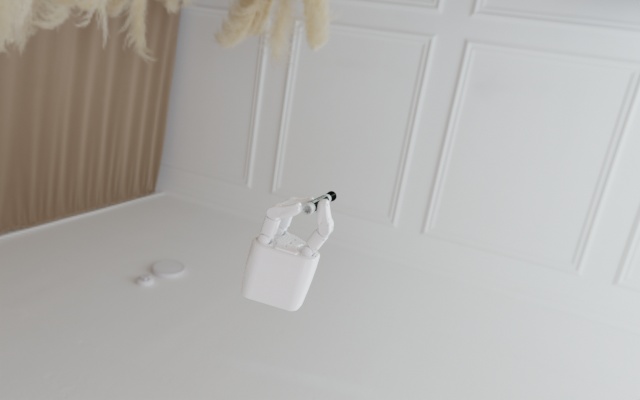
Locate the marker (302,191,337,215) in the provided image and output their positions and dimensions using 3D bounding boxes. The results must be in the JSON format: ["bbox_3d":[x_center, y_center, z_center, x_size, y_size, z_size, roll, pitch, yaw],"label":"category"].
[{"bbox_3d":[0.000,0.003,0.816,0.020,0.020,0.121,0,12,22],"label":"marker"}]
